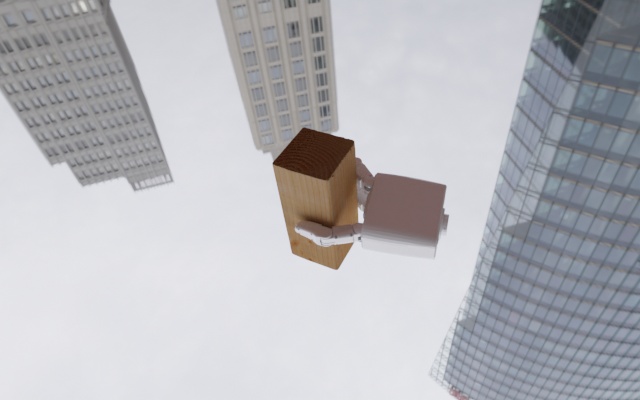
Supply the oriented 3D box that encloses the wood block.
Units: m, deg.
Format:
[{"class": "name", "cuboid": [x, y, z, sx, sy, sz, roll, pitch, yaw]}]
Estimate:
[{"class": "wood block", "cuboid": [0.000, 0.003, 0.740, 0.090, 0.206, 0.090, 18, 51, 23]}]
